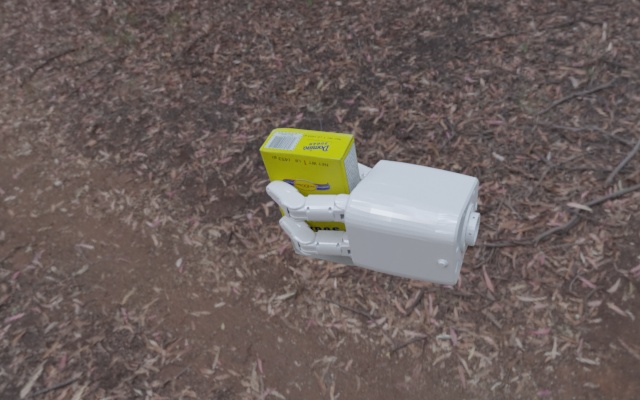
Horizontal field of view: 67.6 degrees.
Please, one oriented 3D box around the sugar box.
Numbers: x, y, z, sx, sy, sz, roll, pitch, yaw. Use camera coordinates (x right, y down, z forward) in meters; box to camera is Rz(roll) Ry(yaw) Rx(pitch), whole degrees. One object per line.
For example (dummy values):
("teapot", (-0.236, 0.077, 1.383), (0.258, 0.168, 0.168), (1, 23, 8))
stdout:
("sugar box", (0.000, 0.002, 0.541), (0.093, 0.176, 0.048), (9, 47, 23))
